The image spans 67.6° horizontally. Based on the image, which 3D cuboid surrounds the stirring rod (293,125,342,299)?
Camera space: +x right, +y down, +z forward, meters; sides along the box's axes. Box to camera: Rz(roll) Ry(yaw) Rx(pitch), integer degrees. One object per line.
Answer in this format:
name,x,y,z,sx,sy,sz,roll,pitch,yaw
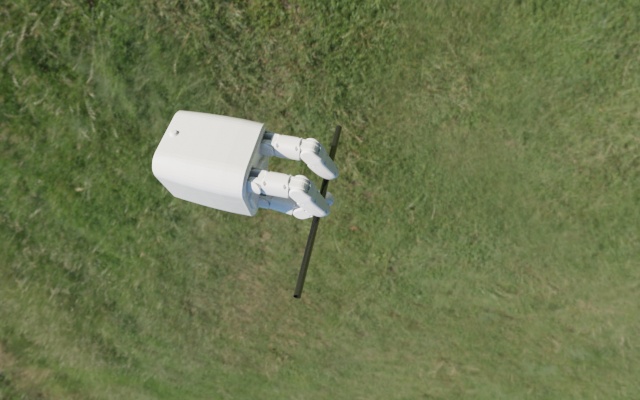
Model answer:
stirring rod,0.000,0.002,0.556,0.011,0.239,0.011,10,-34,7
